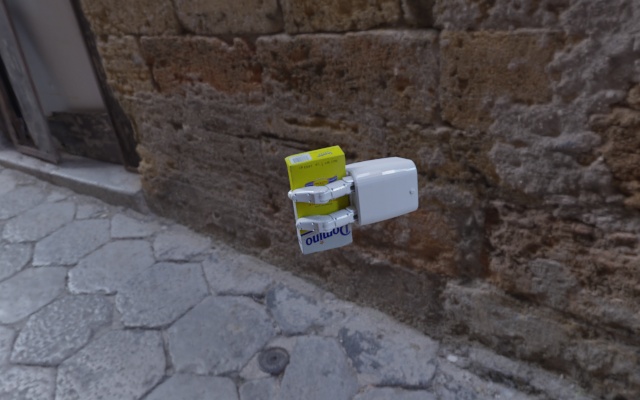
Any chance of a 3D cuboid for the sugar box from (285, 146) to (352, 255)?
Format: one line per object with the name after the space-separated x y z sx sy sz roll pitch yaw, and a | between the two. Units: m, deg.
0.000 0.003 0.809 0.093 0.176 0.048 -13 28 -8 | sugar box
